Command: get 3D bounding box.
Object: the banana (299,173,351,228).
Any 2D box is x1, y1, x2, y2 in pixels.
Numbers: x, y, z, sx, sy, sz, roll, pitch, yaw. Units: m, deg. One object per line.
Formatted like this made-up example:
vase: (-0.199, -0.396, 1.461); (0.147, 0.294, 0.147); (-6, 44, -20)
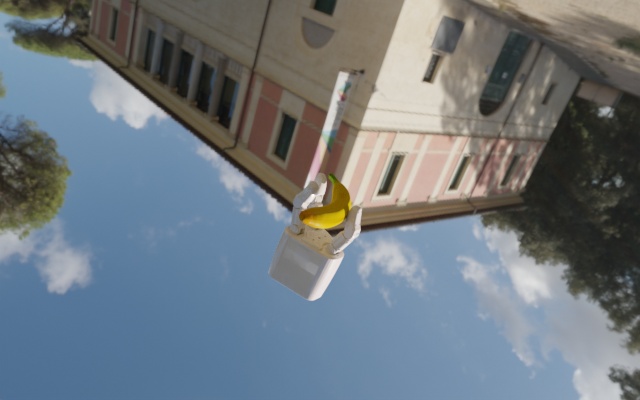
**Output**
banana: (0.017, 0.011, 0.825); (0.069, 0.037, 0.197); (32, 25, 1)
